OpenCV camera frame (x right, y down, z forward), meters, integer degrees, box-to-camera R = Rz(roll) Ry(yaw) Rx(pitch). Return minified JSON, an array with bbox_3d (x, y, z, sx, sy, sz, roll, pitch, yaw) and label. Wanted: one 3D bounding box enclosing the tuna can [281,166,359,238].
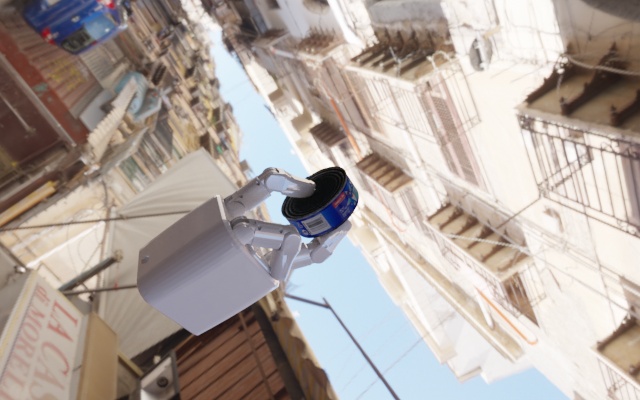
[{"bbox_3d":[0.000,0.002,0.538,0.086,0.034,0.086,-27,28,16],"label":"tuna can"}]
